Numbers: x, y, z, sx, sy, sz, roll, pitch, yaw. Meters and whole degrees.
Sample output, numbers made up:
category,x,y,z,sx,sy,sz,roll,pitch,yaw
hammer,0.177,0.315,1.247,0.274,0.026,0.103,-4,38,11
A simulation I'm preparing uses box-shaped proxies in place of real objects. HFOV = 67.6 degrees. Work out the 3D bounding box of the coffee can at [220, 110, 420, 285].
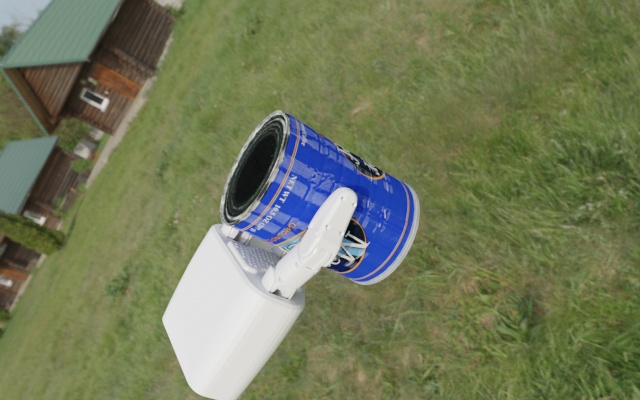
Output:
category,x,y,z,sx,sy,sz,roll,pitch,yaw
coffee can,0.000,0.001,0.413,0.140,0.103,0.103,27,-13,-26
